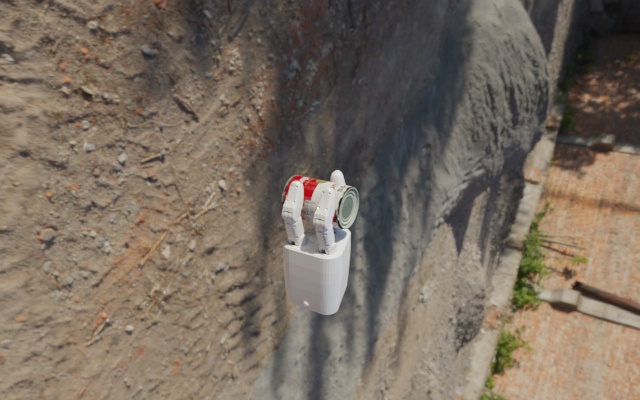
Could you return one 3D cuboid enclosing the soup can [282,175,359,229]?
[{"bbox_3d":[0.000,0.002,0.742,0.102,0.068,0.068,13,6,28],"label":"soup can"}]
